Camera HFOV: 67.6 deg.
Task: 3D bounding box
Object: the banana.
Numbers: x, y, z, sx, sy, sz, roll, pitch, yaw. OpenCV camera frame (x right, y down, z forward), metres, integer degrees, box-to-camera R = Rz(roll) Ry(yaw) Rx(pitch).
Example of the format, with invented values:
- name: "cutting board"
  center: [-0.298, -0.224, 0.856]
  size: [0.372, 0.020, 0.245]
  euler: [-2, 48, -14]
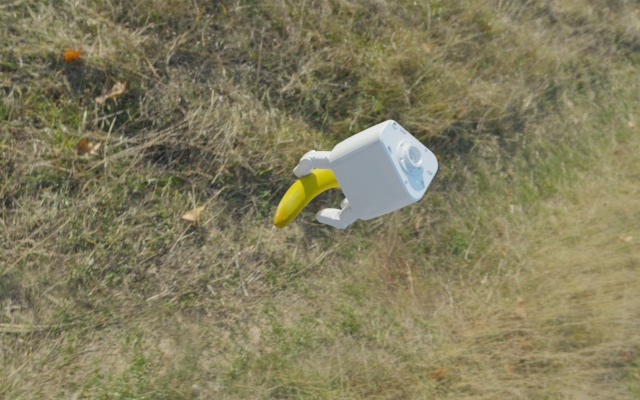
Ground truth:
- name: "banana"
  center: [-0.003, -0.016, 0.769]
  size: [0.197, 0.069, 0.037]
  euler: [-21, 6, -41]
